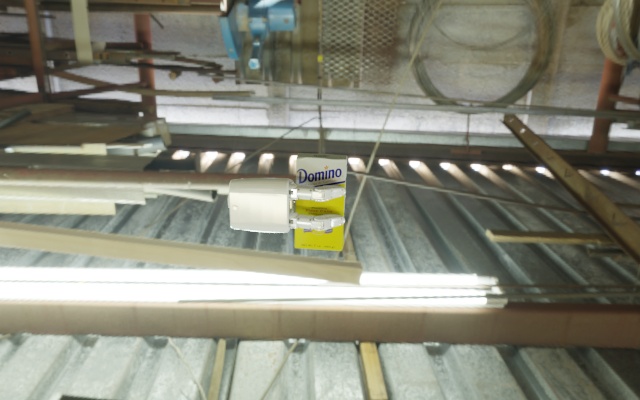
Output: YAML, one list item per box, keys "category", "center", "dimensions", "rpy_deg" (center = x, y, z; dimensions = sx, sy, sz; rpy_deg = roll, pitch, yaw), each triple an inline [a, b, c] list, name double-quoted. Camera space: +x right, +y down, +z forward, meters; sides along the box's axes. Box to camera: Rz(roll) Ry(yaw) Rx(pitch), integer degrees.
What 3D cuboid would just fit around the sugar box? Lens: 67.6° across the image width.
- category: "sugar box"
  center: [0.000, 0.003, 0.887]
  dimensions: [0.093, 0.176, 0.048]
  rpy_deg: [2, 18, 4]
